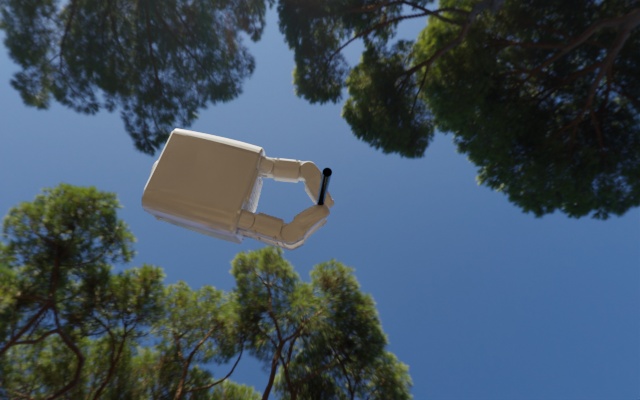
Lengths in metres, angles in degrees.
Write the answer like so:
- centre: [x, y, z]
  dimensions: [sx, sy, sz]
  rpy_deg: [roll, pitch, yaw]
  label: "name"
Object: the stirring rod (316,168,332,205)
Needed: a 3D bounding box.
- centre: [0.000, 0.002, 0.516]
  dimensions: [0.011, 0.011, 0.239]
  rpy_deg: [0, -12, -3]
  label: "stirring rod"
